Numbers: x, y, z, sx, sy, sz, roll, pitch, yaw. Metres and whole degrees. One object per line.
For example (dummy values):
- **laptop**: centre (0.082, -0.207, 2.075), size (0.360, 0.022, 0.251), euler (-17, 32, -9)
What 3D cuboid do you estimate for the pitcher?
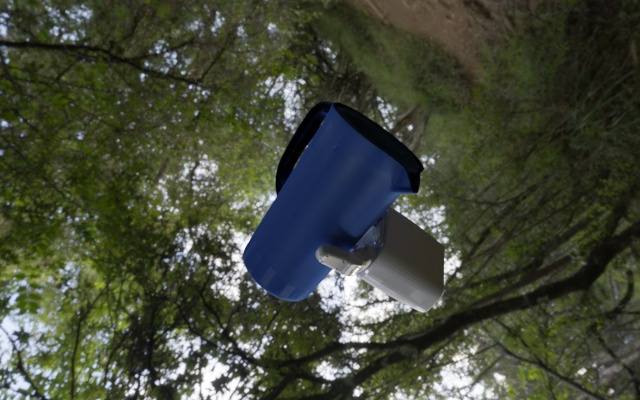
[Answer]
- **pitcher**: centre (0.000, 0.002, 0.609), size (0.145, 0.243, 0.149), euler (33, 20, -12)
